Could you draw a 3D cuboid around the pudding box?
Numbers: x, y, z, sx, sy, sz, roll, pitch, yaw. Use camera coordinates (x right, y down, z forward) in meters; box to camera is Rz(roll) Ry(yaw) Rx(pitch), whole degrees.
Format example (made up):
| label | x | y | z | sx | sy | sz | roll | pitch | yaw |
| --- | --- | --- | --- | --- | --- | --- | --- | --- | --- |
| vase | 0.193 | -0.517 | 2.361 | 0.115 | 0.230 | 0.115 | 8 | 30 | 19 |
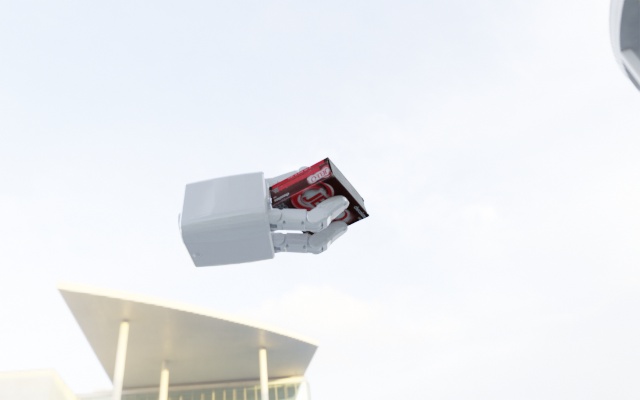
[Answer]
| label | x | y | z | sx | sy | sz | roll | pitch | yaw |
| --- | --- | --- | --- | --- | --- | --- | --- | --- | --- |
| pudding box | 0.000 | 0.002 | 0.627 | 0.090 | 0.039 | 0.113 | -26 | -37 | 17 |
